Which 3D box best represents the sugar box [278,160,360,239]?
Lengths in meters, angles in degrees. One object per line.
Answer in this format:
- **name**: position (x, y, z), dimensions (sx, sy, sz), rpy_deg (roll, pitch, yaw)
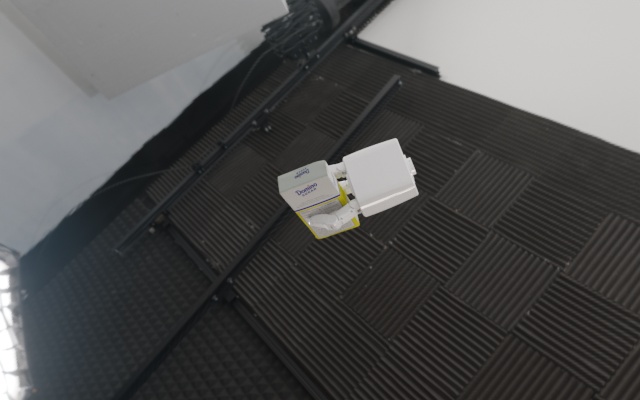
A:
- **sugar box**: position (0.000, 0.002, 0.885), dimensions (0.093, 0.048, 0.176), rpy_deg (-20, -40, 12)
